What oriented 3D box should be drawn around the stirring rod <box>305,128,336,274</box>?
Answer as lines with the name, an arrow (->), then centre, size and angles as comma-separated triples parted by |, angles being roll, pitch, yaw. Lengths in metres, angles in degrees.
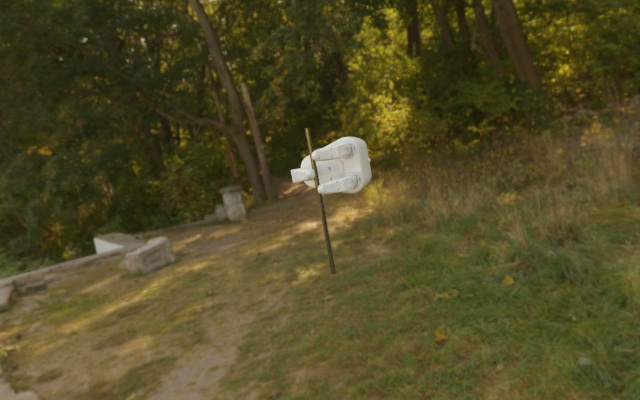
stirring rod -> 0.000, 0.003, 0.773 | 0.011, 0.239, 0.011 | -10, 6, 1
